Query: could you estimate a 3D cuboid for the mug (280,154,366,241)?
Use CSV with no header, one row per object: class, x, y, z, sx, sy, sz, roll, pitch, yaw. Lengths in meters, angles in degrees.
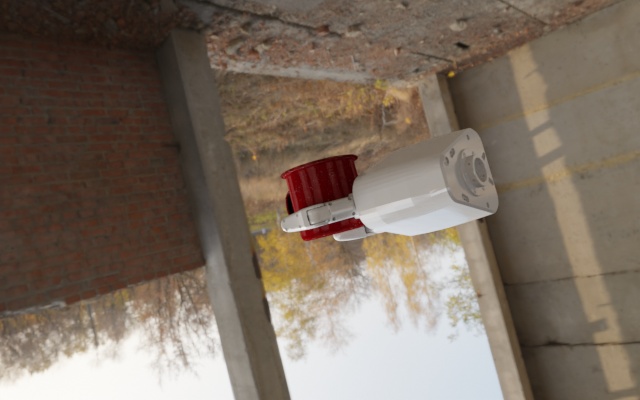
mug,-0.001,0.002,0.562,0.117,0.081,0.093,-19,-6,43
